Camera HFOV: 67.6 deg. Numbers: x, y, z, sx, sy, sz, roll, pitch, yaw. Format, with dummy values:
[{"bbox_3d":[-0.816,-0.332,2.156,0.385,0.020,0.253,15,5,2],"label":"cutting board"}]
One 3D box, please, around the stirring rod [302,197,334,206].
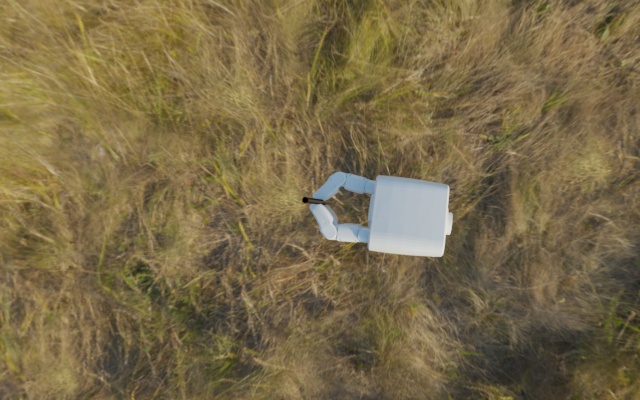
[{"bbox_3d":[0.000,0.002,0.710,0.011,0.011,0.239,0,-1,9],"label":"stirring rod"}]
